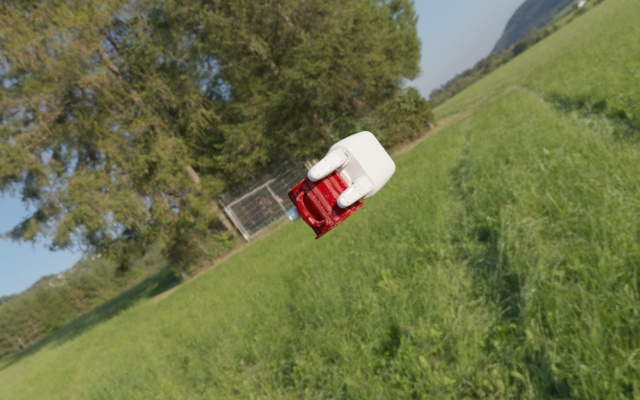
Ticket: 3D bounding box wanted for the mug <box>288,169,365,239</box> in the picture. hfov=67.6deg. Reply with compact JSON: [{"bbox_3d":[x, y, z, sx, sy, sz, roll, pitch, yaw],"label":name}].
[{"bbox_3d":[-0.001,0.003,0.704,0.093,0.081,0.117,-37,-1,34],"label":"mug"}]
